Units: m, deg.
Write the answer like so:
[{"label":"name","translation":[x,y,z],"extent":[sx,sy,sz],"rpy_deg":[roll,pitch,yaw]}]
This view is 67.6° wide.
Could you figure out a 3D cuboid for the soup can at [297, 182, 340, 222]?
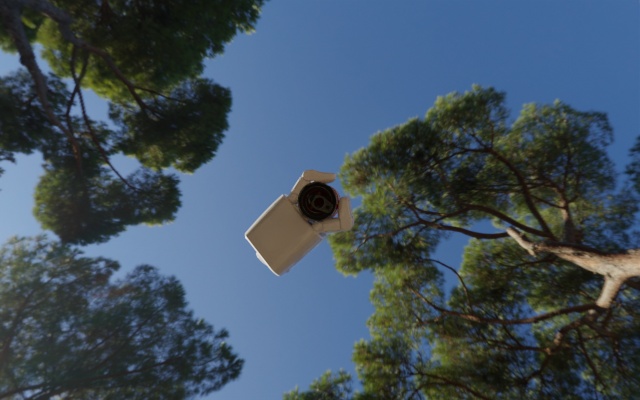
[{"label":"soup can","translation":[0.000,0.002,0.857],"extent":[0.068,0.068,0.102],"rpy_deg":[0,-1,7]}]
